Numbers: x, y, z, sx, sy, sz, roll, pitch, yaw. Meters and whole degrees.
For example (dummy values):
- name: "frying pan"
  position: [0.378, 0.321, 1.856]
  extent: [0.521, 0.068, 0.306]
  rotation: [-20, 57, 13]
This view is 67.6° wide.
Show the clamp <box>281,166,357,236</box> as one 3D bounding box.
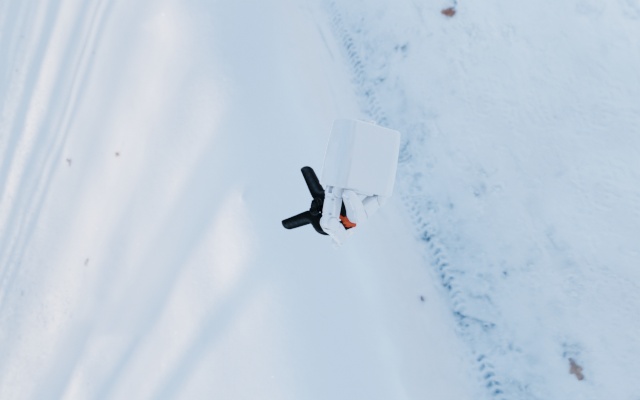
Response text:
- name: "clamp"
  position: [0.000, 0.003, 0.819]
  extent: [0.039, 0.120, 0.171]
  rotation: [10, 0, -43]
